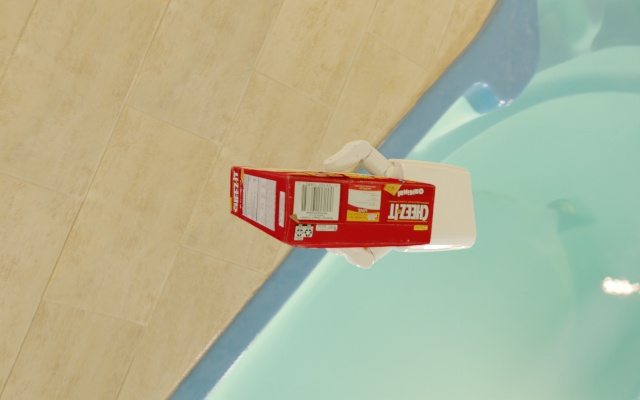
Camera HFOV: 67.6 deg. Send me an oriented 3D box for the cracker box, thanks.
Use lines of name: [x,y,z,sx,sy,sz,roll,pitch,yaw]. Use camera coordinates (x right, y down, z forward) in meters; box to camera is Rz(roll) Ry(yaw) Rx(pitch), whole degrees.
cracker box: [0.000,0.002,0.549,0.164,0.072,0.213,2,5,-24]
